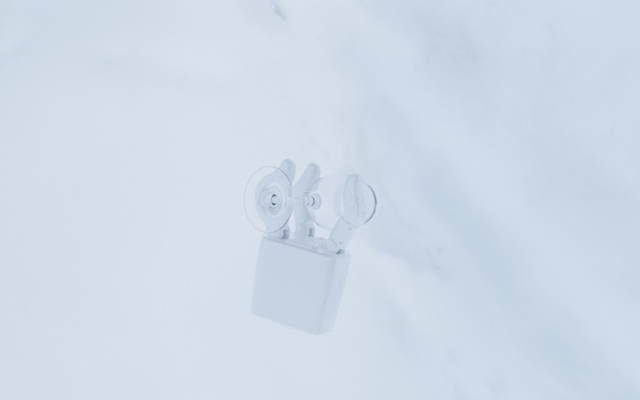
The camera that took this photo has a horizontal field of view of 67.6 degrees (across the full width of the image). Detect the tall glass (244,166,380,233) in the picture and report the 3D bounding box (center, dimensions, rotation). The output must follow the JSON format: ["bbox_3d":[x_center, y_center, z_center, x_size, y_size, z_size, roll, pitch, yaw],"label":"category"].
[{"bbox_3d":[0.000,0.002,0.607,0.079,0.079,0.201,0,-1,36],"label":"tall glass"}]
